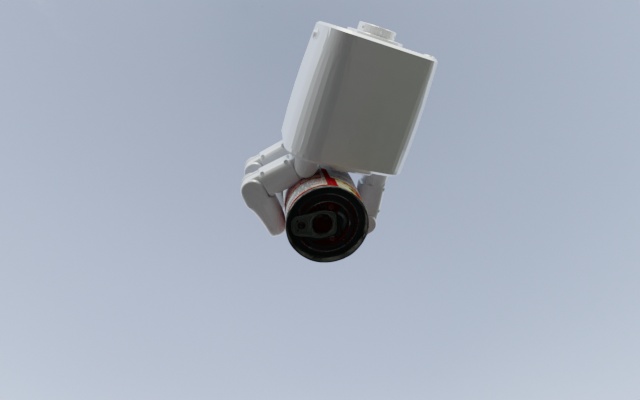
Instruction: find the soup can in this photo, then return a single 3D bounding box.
[{"bbox_3d":[0.000,0.002,0.429,0.068,0.068,0.102,0,22,-7],"label":"soup can"}]
